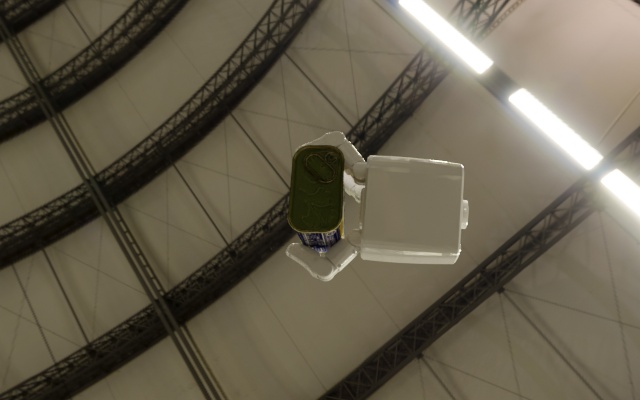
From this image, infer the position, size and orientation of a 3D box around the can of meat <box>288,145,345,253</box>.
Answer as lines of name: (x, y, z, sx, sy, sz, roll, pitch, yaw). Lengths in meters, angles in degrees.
can of meat: (0.000, 0.002, 0.541, 0.057, 0.102, 0.084, 0, -23, 6)
